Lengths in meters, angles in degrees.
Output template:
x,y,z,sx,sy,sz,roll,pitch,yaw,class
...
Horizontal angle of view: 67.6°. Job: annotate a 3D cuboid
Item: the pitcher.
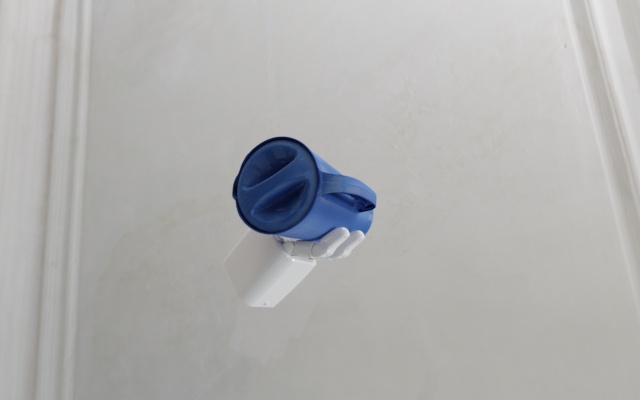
x,y,z,sx,sy,sz,roll,pitch,yaw,class
0.000,0.002,0.722,0.149,0.145,0.243,47,12,28,pitcher
